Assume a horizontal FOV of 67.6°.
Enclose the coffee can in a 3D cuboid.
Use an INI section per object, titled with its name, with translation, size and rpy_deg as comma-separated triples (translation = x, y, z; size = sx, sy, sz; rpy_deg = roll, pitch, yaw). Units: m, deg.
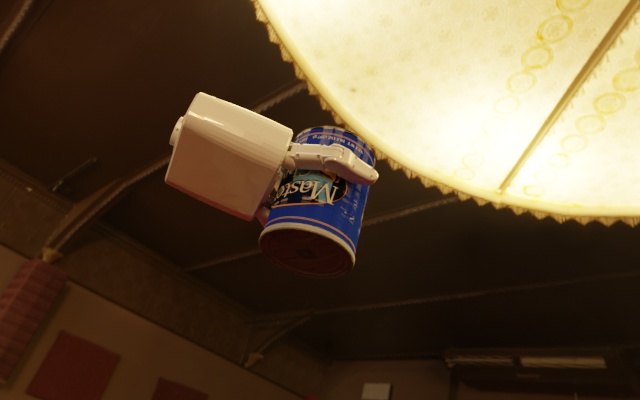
[coffee can]
translation = 0.000, 0.002, 0.537
size = 0.103, 0.140, 0.103
rpy_deg = 11, -34, 7
